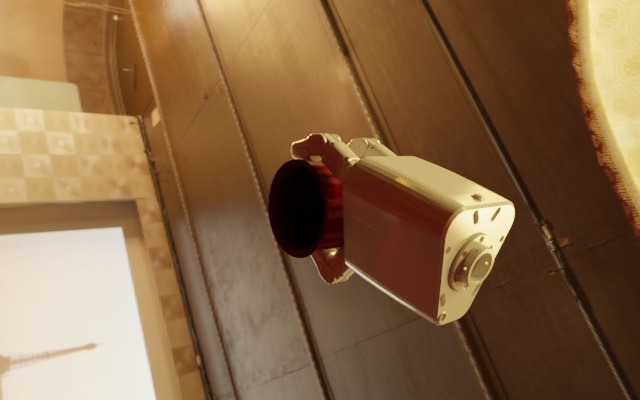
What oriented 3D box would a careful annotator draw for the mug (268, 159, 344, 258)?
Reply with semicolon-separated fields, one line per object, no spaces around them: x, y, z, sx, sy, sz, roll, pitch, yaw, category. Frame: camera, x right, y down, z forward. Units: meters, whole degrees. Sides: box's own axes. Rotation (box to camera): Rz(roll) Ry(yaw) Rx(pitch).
-0.001;0.001;0.482;0.081;0.093;0.117;-2;25;-39;mug
